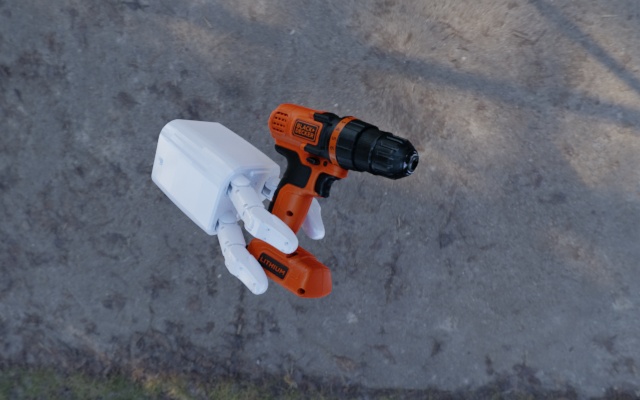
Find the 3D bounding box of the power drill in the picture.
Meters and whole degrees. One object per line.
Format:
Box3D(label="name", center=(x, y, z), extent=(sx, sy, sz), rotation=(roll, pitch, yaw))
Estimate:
Box3D(label="power drill", center=(0.000, 0.002, 0.500), extent=(0.184, 0.188, 0.057), rotation=(25, 11, 39))
